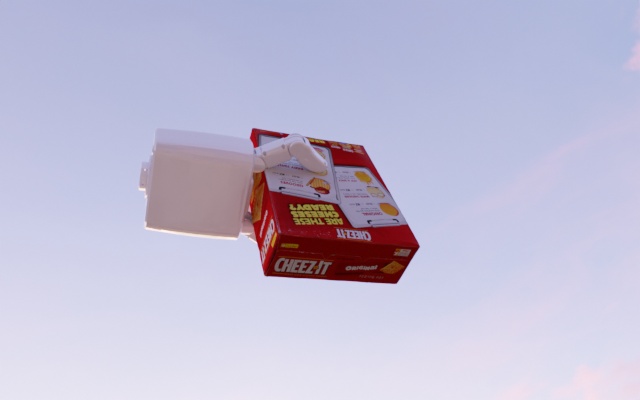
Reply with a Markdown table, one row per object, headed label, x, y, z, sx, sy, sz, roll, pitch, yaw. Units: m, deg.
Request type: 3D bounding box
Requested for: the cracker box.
| label | x | y | z | sx | sy | sz | roll | pitch | yaw |
| --- | --- | --- | --- | --- | --- | --- | --- | --- | --- |
| cracker box | 0.000 | 0.002 | 0.583 | 0.164 | 0.072 | 0.213 | 7 | 35 | -21 |
